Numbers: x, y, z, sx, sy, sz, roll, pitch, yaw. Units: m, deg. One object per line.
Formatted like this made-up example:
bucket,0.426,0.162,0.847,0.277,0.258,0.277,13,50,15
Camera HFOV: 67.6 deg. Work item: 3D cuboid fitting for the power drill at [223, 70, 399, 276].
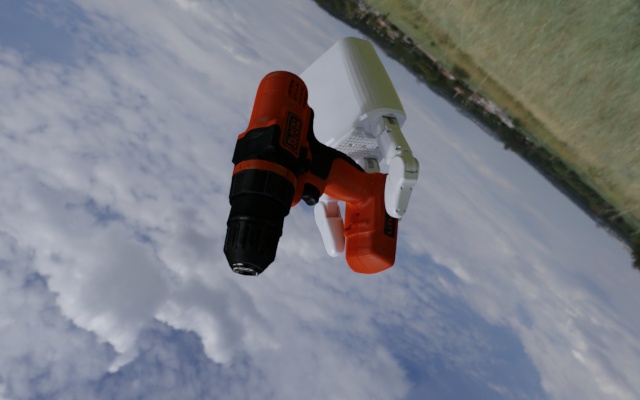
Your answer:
power drill,0.000,0.001,0.431,0.057,0.184,0.188,-12,-34,37
